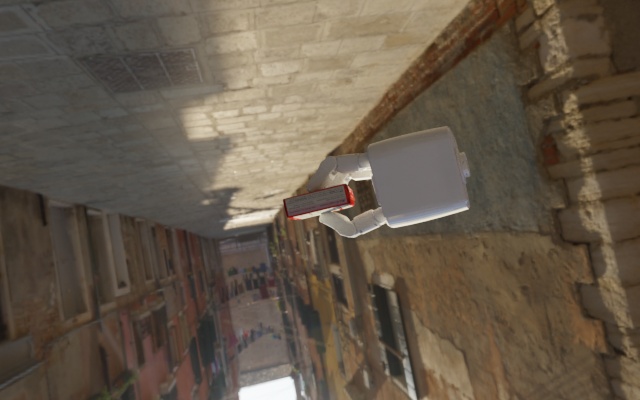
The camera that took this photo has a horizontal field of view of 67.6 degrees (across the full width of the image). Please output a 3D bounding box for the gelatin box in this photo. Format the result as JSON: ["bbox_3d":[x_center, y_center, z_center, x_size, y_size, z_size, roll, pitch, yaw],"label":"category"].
[{"bbox_3d":[0.000,0.003,0.658,0.089,0.030,0.073,-14,-5,7],"label":"gelatin box"}]
